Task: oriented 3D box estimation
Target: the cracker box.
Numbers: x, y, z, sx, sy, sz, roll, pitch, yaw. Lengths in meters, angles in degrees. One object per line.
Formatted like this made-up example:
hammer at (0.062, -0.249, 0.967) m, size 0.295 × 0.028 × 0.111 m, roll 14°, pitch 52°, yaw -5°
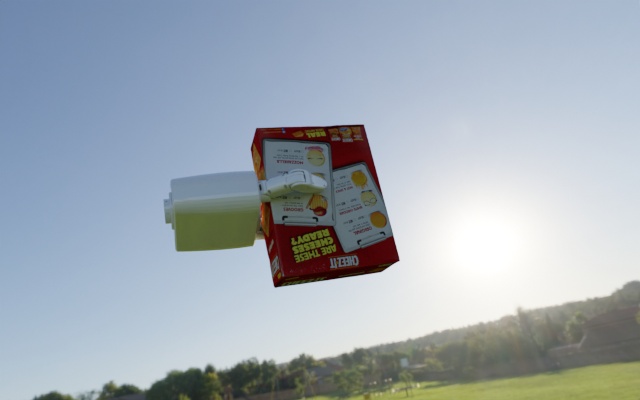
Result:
cracker box at (0.000, 0.002, 0.667) m, size 0.164 × 0.213 × 0.072 m, roll -5°, pitch -21°, yaw -18°
